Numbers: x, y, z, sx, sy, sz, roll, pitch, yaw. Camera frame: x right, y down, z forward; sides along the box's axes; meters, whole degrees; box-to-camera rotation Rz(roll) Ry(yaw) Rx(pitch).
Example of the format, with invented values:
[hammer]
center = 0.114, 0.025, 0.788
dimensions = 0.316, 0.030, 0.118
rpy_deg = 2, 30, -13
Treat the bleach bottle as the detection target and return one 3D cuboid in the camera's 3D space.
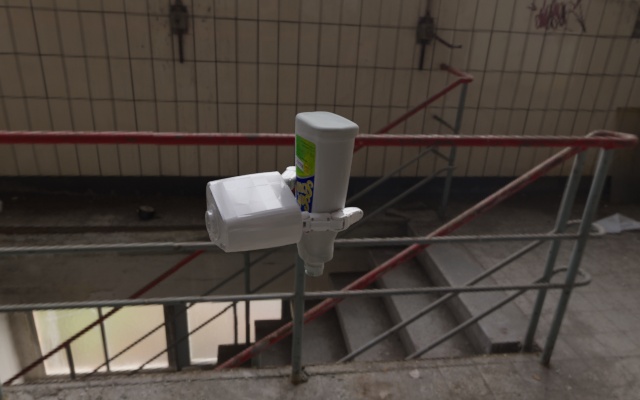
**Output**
[bleach bottle]
center = 0.000, 0.002, 0.708
dimensions = 0.068, 0.251, 0.102
rpy_deg = -9, 26, -26
